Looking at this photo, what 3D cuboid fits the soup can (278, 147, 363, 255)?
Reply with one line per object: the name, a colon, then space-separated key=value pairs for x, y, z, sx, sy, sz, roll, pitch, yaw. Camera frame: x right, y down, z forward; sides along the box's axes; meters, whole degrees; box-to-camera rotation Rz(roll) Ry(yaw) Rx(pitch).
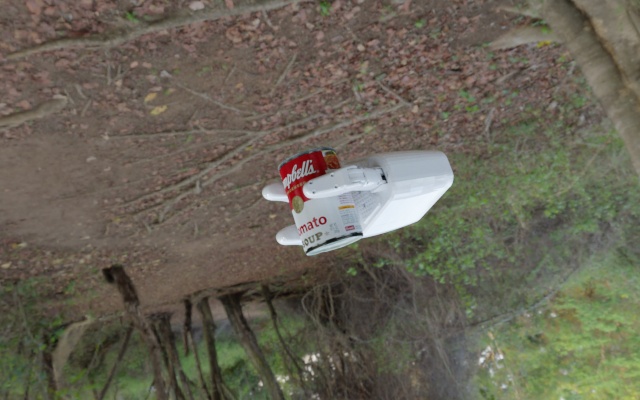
soup can: x=0.000 y=0.002 z=0.524 sx=0.068 sy=0.102 sz=0.068 roll=-17 pitch=-12 yaw=-4
